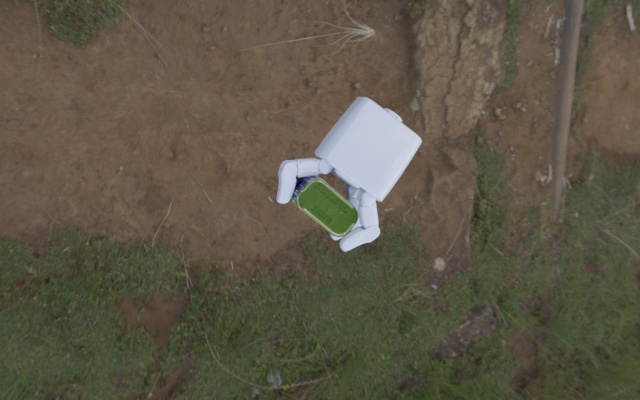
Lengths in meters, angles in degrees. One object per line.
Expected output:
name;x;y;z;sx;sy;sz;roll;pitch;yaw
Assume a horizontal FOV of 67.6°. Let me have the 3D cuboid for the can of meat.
can of meat;0.000;0.002;0.699;0.102;0.057;0.084;39;-1;-21
